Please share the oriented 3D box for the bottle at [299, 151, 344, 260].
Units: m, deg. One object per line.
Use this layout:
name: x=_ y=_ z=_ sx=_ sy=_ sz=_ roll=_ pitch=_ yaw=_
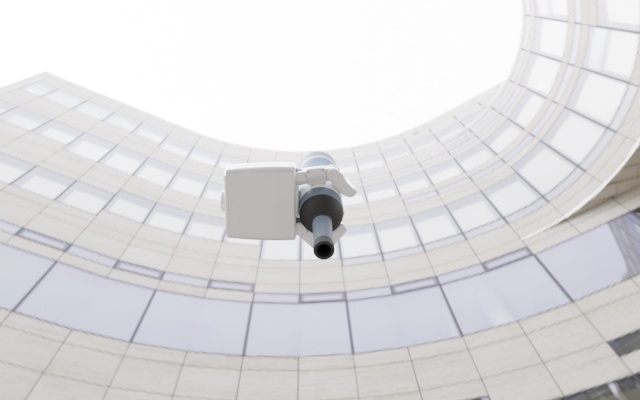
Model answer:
bottle: x=0.000 y=0.002 z=0.737 sx=0.069 sy=0.069 sz=0.295 roll=0 pitch=25 yaw=-2
